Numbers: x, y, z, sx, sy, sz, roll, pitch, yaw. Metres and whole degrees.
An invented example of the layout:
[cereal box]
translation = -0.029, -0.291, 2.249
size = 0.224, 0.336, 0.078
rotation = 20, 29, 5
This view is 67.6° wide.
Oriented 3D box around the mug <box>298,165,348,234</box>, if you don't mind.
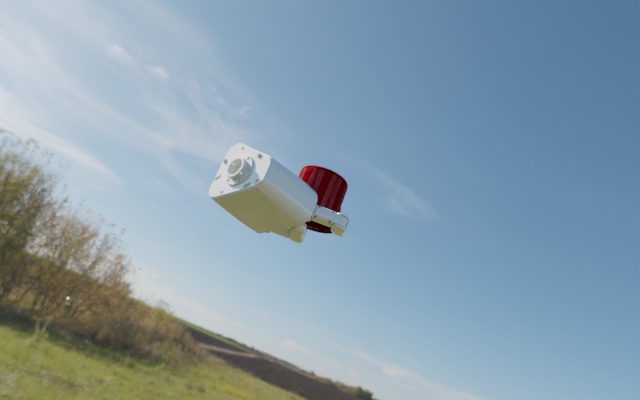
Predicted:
[mug]
translation = 0.001, 0.003, 0.769
size = 0.093, 0.081, 0.117
rotation = 6, -24, 39
